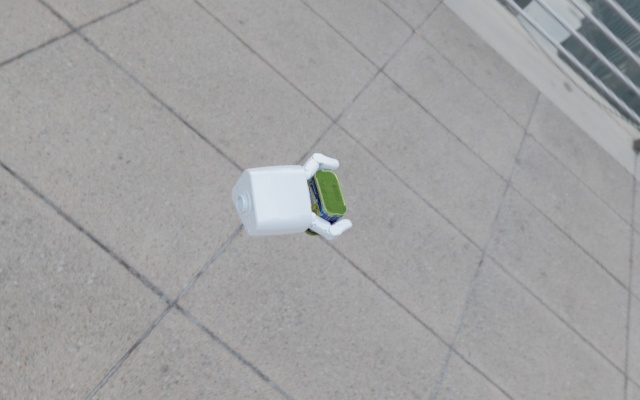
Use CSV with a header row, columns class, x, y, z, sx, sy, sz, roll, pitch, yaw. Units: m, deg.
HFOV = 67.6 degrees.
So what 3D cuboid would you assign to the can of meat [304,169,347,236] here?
class,x,y,z,sx,sy,sz,roll,pitch,yaw
can of meat,0.000,0.003,0.894,0.057,0.102,0.084,-1,-27,-31
